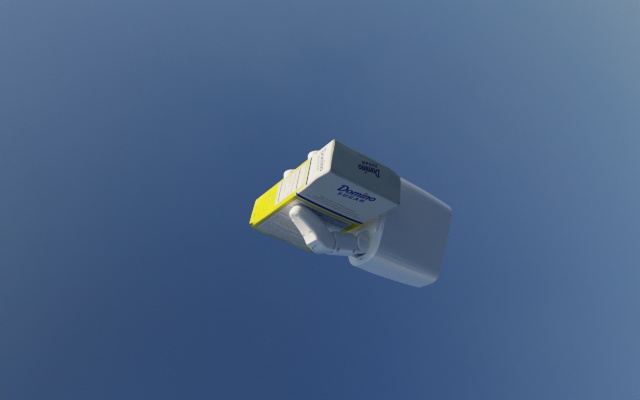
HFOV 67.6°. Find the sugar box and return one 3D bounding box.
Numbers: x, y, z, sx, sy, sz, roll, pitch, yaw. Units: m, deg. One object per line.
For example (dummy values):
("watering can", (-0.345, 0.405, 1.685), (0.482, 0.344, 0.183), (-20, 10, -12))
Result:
("sugar box", (0.000, 0.001, 0.549), (0.093, 0.048, 0.176), (25, -36, -26))
